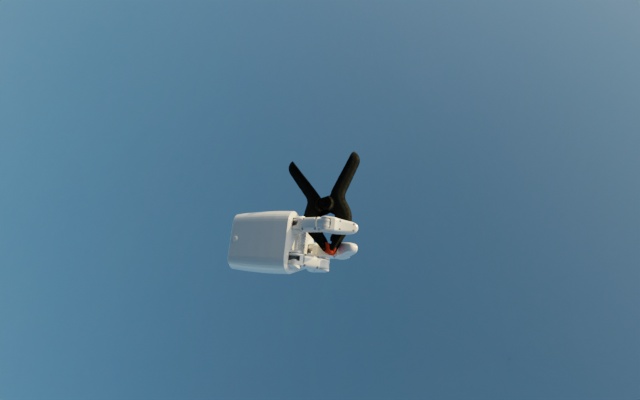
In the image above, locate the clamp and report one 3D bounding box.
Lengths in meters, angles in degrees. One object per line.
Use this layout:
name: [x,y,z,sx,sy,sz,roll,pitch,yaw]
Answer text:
clamp: [0.000,0.003,0.780,0.120,0.171,0.039,-1,-17,21]
